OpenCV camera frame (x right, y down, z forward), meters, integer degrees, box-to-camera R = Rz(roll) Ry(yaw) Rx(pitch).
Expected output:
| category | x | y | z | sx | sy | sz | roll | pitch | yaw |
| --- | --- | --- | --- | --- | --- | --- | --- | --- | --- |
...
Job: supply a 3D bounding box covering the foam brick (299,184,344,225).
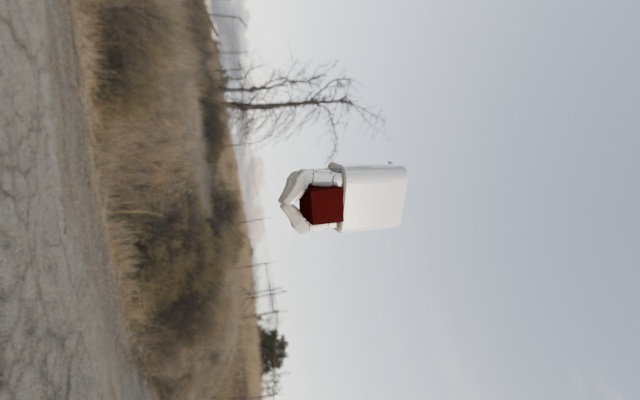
| category | x | y | z | sx | sy | sz | roll | pitch | yaw |
| --- | --- | --- | --- | --- | --- | --- | --- | --- | --- |
| foam brick | 0.000 | 0.003 | 0.728 | 0.051 | 0.053 | 0.078 | -4 | 11 | -15 |
